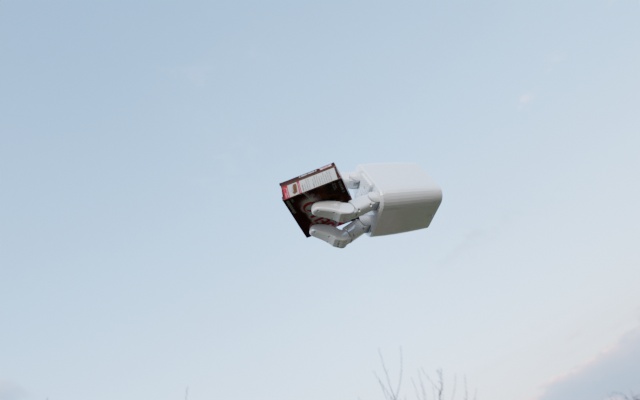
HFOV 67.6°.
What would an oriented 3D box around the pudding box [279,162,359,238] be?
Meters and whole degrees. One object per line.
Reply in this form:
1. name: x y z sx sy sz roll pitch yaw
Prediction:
1. pudding box: 0.000 0.002 0.711 0.090 0.039 0.114 -22 -40 5
